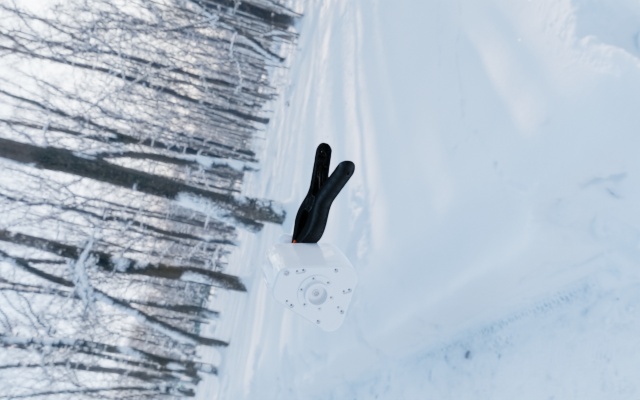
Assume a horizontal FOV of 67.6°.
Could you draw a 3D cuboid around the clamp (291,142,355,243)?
[{"bbox_3d":[-0.001,0.002,0.696,0.039,0.171,0.120,14,6,-17],"label":"clamp"}]
